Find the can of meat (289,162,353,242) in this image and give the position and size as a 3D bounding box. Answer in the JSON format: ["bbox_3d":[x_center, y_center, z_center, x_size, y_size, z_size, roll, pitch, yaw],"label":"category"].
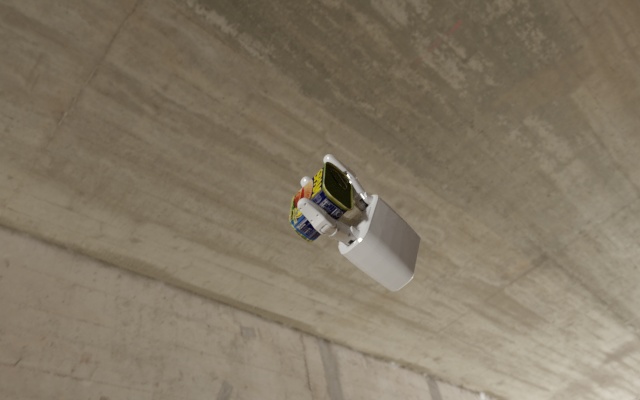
[{"bbox_3d":[0.000,0.003,0.717,0.057,0.084,0.102,38,25,-18],"label":"can of meat"}]
